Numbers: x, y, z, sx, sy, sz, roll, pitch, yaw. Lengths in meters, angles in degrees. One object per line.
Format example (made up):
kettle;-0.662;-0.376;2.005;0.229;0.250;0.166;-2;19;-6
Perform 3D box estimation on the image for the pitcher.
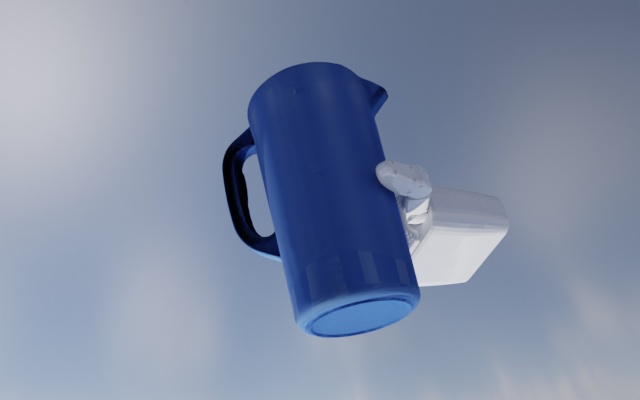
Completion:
pitcher;0.000;0.001;0.459;0.145;0.242;0.149;6;-35;-28
